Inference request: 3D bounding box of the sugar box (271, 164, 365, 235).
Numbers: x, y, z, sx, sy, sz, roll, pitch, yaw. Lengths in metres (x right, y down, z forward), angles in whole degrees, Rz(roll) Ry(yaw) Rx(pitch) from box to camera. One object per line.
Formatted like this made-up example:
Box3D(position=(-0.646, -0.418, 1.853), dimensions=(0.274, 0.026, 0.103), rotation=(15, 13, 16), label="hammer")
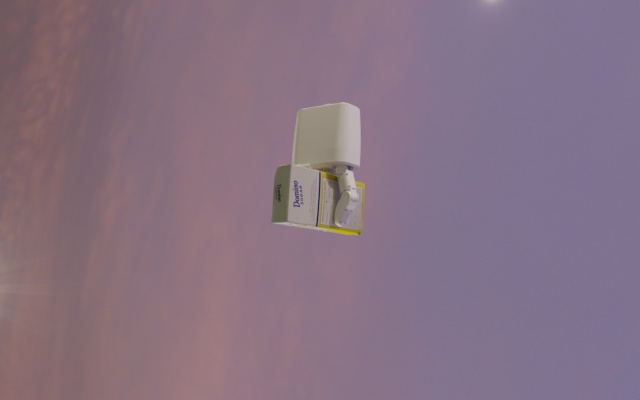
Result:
Box3D(position=(0.000, 0.003, 0.792), dimensions=(0.176, 0.093, 0.048), rotation=(12, -12, -42), label="sugar box")
